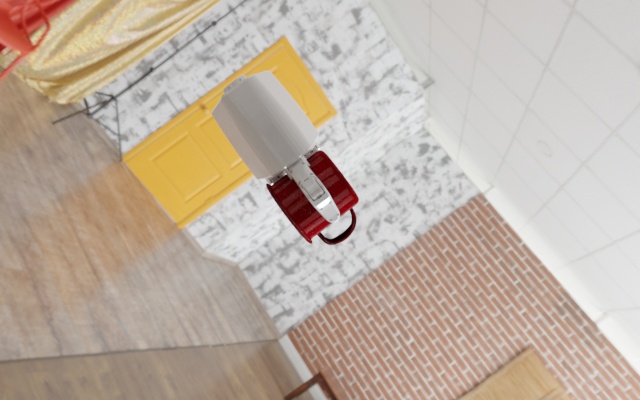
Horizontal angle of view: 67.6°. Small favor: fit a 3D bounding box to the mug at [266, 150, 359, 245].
[{"bbox_3d":[0.001,0.003,0.589,0.081,0.117,0.093,-37,13,1],"label":"mug"}]
